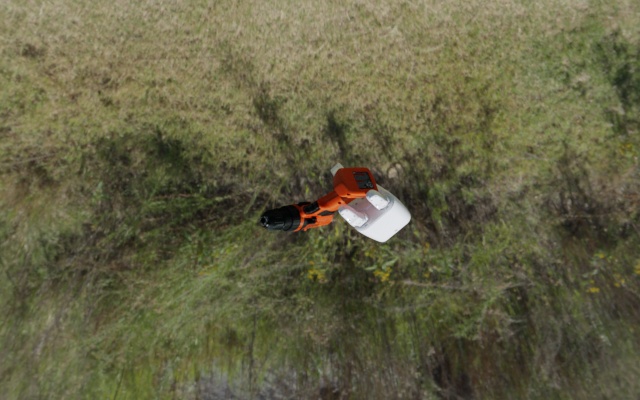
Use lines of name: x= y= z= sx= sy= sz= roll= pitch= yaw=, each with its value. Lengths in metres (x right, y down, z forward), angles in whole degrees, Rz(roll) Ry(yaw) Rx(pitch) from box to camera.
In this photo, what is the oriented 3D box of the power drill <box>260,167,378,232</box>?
power drill: x=0.001 y=0.003 z=0.897 sx=0.188 sy=0.057 sz=0.184 roll=-31 pitch=-15 yaw=38
